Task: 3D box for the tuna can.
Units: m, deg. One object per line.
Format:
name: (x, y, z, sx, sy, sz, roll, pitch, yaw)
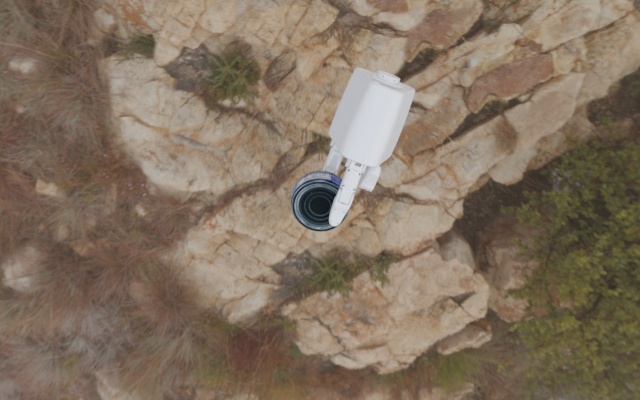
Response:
tuna can: (0.000, 0.003, 0.696, 0.086, 0.086, 0.033, 0, 26, 4)
